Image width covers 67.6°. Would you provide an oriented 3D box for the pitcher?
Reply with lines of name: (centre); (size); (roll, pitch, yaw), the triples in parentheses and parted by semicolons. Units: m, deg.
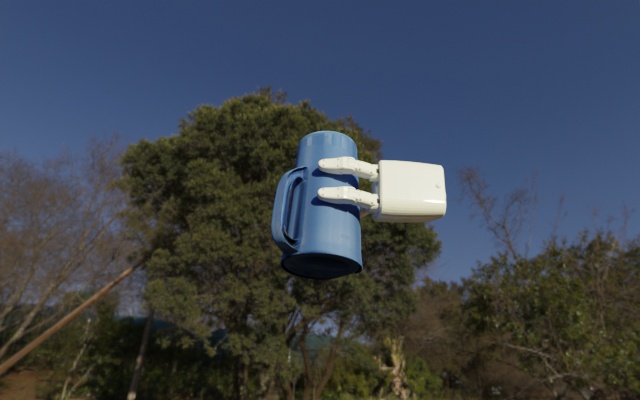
pitcher: (0.000, 0.003, 0.813); (0.145, 0.242, 0.149); (2, -26, 1)
